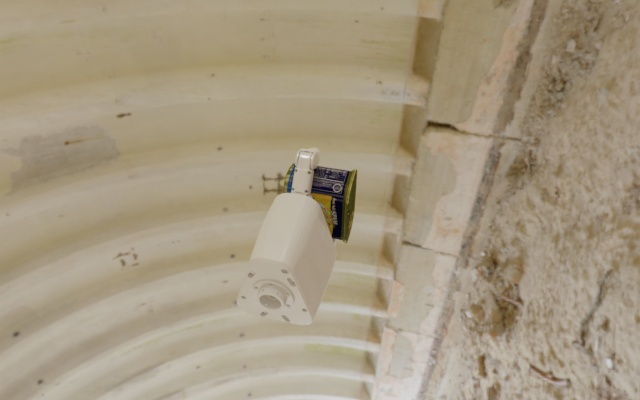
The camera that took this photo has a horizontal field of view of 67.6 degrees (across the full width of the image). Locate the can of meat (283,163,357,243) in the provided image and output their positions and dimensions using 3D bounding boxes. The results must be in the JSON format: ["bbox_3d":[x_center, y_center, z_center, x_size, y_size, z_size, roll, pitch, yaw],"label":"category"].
[{"bbox_3d":[0.000,0.002,0.621,0.084,0.102,0.057,10,46,10],"label":"can of meat"}]
